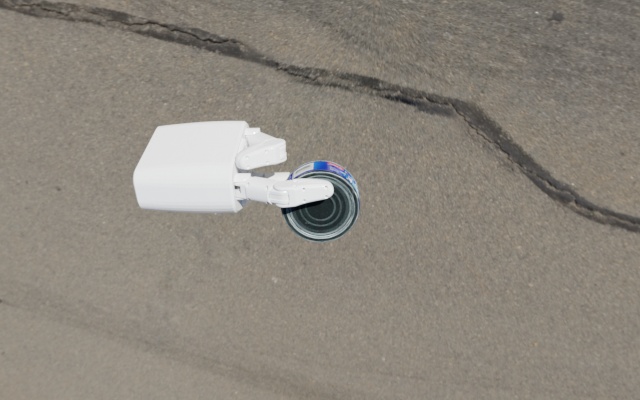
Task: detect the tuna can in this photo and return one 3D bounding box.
[{"bbox_3d":[0.000,0.002,0.519,0.086,0.086,0.033,0,23,1],"label":"tuna can"}]
